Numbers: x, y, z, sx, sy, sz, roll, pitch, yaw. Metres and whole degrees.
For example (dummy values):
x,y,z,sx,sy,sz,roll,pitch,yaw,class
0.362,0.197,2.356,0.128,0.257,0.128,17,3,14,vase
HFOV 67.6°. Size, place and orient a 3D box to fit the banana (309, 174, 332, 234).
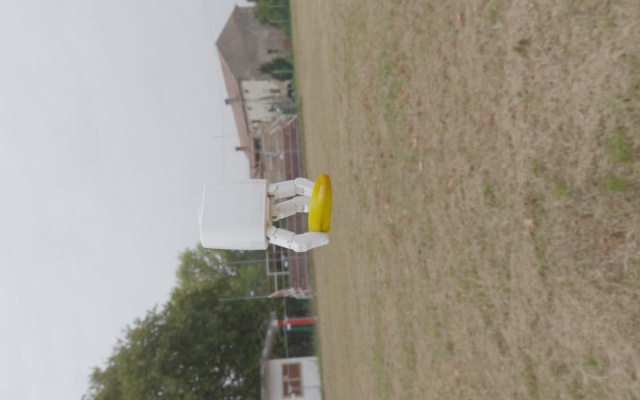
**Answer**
x,y,z,sx,sy,sz,roll,pitch,yaw,class
-0.001,0.021,0.785,0.037,0.069,0.198,3,-18,1,banana
